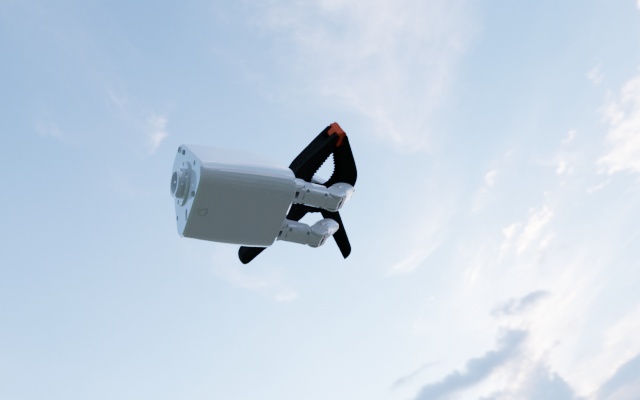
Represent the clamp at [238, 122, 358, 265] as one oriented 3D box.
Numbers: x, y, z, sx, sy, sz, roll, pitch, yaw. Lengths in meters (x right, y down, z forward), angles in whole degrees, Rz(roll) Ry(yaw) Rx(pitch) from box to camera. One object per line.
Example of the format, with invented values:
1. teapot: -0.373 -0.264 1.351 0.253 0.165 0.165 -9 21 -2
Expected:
1. clamp: 0.000 0.001 0.609 0.164 0.210 0.036 7 32 -32
